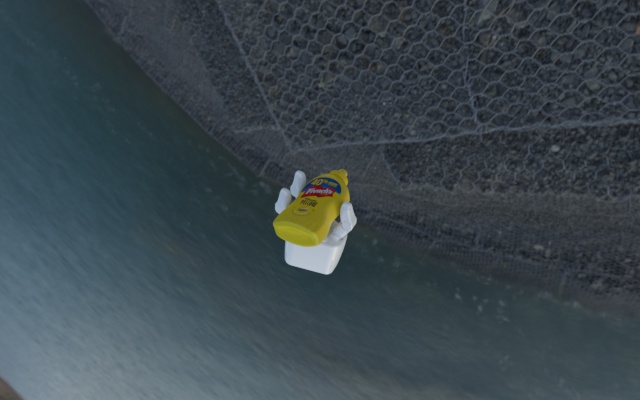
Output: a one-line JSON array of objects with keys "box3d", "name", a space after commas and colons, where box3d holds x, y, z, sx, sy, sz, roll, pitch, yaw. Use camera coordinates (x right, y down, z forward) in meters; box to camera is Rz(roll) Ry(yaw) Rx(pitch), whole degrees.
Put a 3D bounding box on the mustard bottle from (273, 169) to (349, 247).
[{"box3d": [0.000, 0.003, 0.898, 0.096, 0.058, 0.191, 10, 44, 31], "name": "mustard bottle"}]
